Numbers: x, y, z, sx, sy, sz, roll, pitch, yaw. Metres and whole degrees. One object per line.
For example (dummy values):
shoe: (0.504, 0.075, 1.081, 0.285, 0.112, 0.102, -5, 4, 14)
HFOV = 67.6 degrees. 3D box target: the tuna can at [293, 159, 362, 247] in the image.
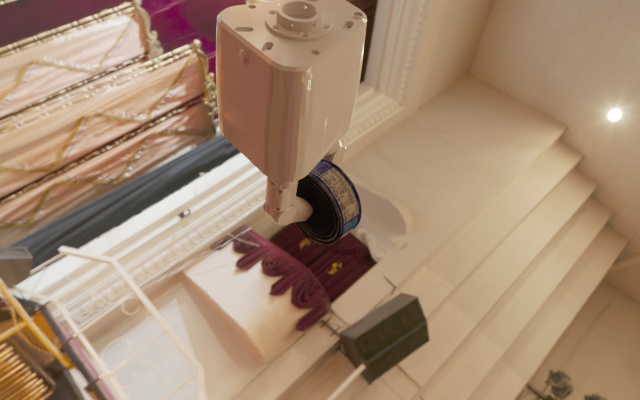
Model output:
tuna can: (0.000, 0.001, 0.484, 0.033, 0.086, 0.086, -33, 20, -33)
